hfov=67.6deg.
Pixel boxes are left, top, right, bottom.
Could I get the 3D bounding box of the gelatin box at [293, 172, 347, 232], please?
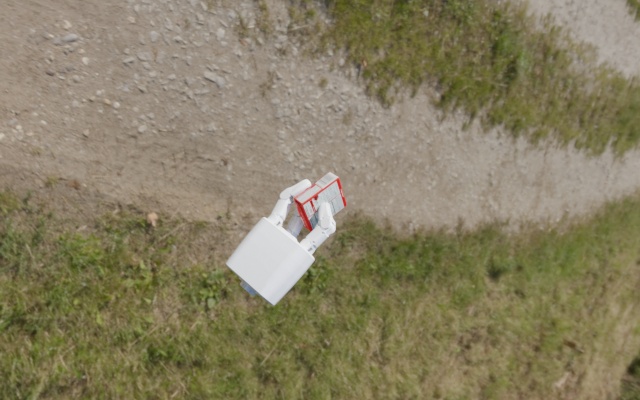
[{"bbox_3d":[0.001,0.003,0.858,0.089,0.073,0.030,-37,45,-18],"label":"gelatin box"}]
